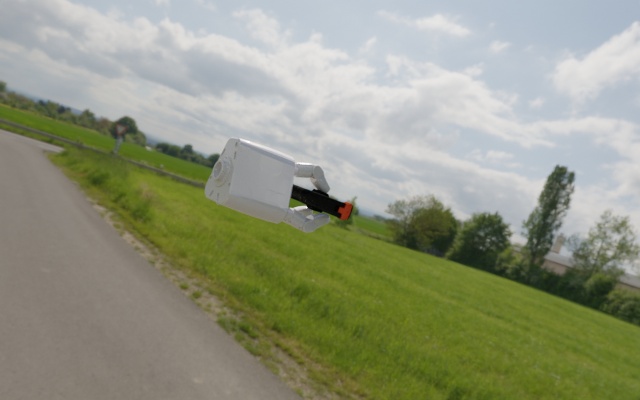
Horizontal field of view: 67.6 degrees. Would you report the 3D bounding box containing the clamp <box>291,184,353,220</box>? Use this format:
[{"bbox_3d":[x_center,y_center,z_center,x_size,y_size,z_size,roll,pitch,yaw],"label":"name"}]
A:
[{"bbox_3d":[0.001,0.002,0.840,0.164,0.036,0.210,21,0,-37],"label":"clamp"}]
